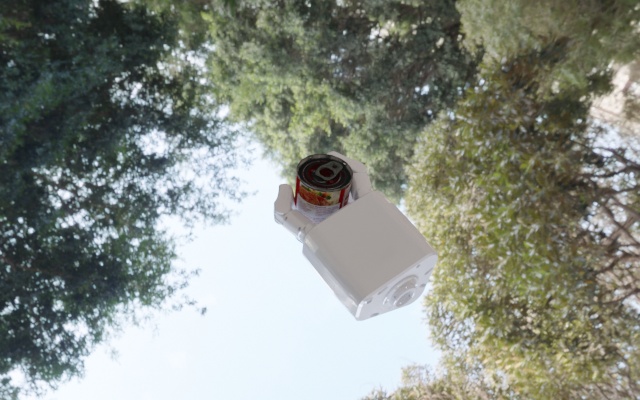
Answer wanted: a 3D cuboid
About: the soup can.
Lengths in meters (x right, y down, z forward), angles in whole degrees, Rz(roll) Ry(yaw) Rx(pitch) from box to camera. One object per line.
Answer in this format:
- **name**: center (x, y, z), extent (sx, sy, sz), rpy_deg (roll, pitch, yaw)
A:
- **soup can**: center (0.000, 0.002, 0.600), extent (0.068, 0.102, 0.068), rpy_deg (4, 43, -4)
